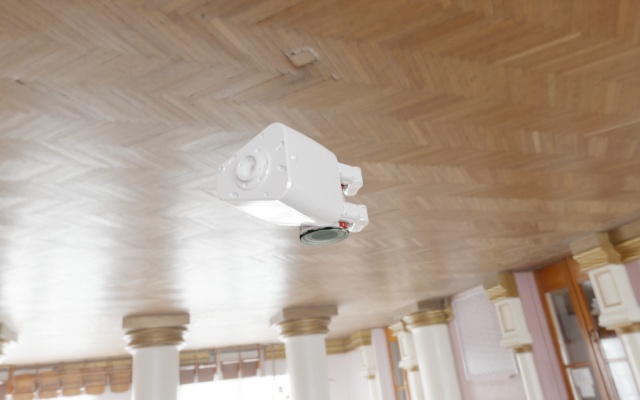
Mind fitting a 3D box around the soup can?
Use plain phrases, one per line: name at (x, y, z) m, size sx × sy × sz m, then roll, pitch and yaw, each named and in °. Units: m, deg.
soup can at (0.000, 0.003, 0.642) m, size 0.068 × 0.102 × 0.068 m, roll -6°, pitch -22°, yaw -2°
